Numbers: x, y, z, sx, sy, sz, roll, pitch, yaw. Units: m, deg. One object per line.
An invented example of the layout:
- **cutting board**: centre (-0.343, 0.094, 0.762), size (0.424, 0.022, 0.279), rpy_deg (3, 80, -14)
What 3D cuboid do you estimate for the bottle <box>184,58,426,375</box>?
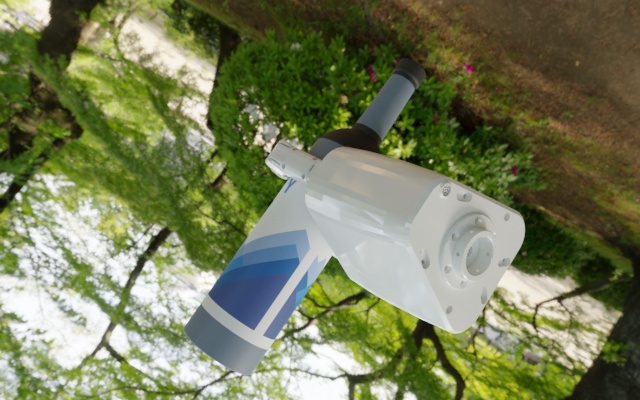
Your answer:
- **bottle**: centre (0.000, 0.002, 0.406), size (0.069, 0.295, 0.069), rpy_deg (34, -8, 6)
